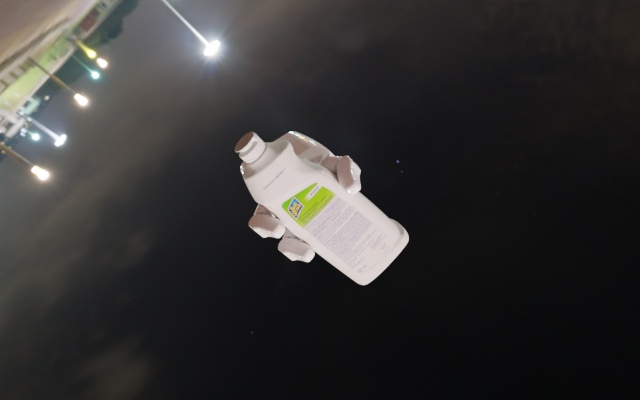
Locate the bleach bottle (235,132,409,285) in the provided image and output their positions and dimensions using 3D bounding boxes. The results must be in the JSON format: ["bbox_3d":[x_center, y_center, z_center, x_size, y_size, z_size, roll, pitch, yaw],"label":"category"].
[{"bbox_3d":[0.000,0.002,0.590,0.251,0.102,0.068,43,-1,-31],"label":"bleach bottle"}]
